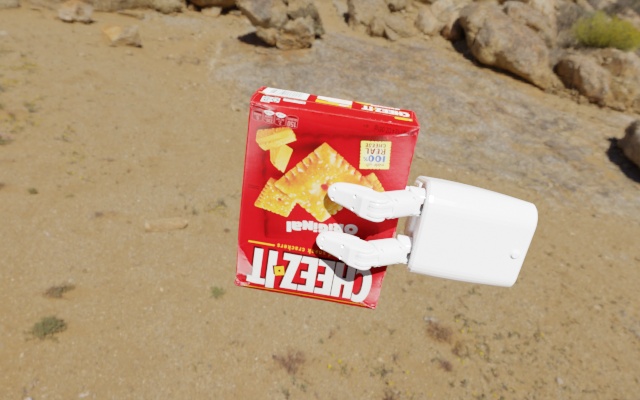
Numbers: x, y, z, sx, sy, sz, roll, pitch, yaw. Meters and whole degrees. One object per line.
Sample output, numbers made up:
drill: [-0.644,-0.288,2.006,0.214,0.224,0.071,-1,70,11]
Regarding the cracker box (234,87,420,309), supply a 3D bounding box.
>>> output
cracker box: [0.000,0.001,0.508,0.164,0.214,0.072,10,24,1]
